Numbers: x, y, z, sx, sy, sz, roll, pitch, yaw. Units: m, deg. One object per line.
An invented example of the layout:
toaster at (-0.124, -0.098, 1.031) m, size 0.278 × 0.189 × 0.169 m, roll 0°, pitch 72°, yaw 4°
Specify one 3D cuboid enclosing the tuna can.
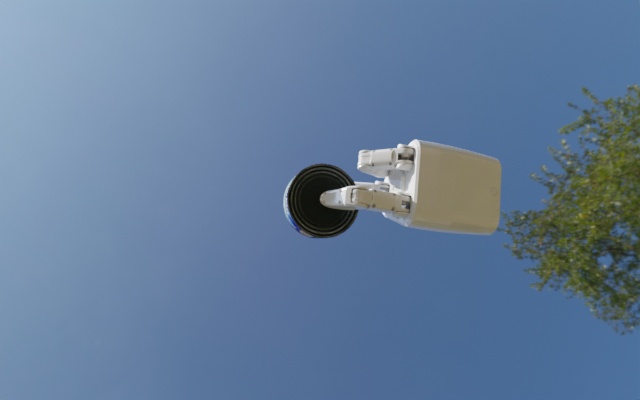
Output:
tuna can at (0.000, 0.002, 0.559) m, size 0.086 × 0.086 × 0.034 m, roll 0°, pitch -7°, yaw -15°
